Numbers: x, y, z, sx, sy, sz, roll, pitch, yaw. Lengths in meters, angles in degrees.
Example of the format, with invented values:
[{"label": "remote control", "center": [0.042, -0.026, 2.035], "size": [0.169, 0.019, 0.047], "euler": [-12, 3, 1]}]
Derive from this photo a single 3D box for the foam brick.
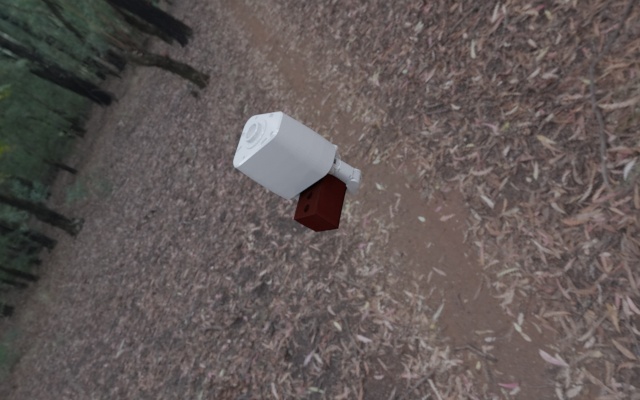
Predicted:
[{"label": "foam brick", "center": [0.000, 0.003, 0.739], "size": [0.051, 0.078, 0.053], "euler": [31, -30, -35]}]
